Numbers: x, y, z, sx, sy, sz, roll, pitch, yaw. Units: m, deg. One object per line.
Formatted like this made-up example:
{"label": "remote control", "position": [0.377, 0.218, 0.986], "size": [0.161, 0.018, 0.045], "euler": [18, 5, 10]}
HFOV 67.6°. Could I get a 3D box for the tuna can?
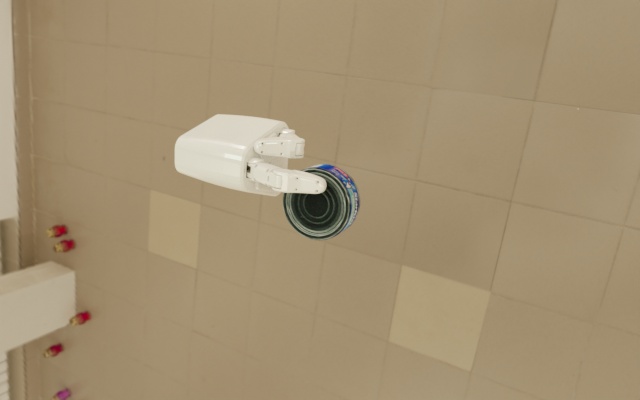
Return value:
{"label": "tuna can", "position": [0.000, 0.002, 0.551], "size": [0.086, 0.086, 0.033], "euler": [0, 11, 23]}
